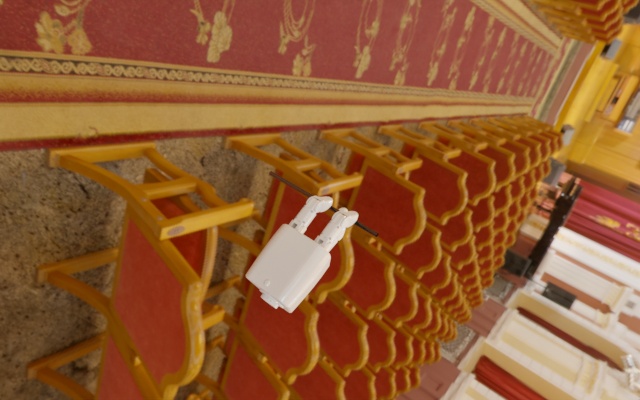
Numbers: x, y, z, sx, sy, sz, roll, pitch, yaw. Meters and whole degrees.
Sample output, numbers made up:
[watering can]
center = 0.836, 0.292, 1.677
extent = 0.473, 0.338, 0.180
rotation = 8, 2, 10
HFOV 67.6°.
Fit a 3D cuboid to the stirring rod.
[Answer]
[stirring rod]
center = 0.000, 0.003, 0.837
extent = 0.239, 0.011, 0.011
rotation = 30, 14, 26
